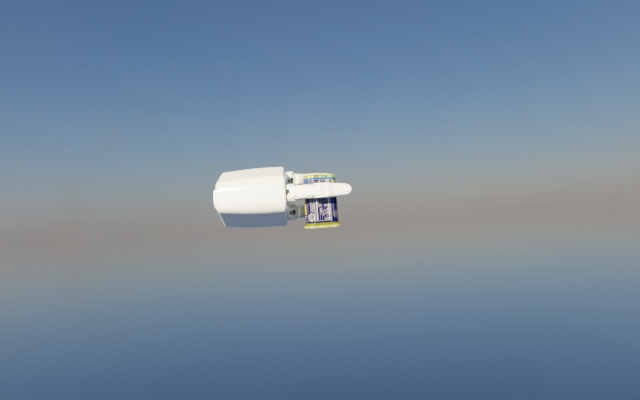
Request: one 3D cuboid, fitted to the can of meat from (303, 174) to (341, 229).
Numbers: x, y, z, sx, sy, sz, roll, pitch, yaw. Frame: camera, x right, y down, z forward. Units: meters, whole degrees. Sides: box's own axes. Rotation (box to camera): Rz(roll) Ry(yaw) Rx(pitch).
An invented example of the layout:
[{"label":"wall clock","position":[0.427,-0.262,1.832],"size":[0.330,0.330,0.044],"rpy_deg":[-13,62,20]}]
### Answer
[{"label":"can of meat","position":[0.000,0.002,0.784],"size":[0.057,0.084,0.102],"rpy_deg":[-4,-3,-1]}]
